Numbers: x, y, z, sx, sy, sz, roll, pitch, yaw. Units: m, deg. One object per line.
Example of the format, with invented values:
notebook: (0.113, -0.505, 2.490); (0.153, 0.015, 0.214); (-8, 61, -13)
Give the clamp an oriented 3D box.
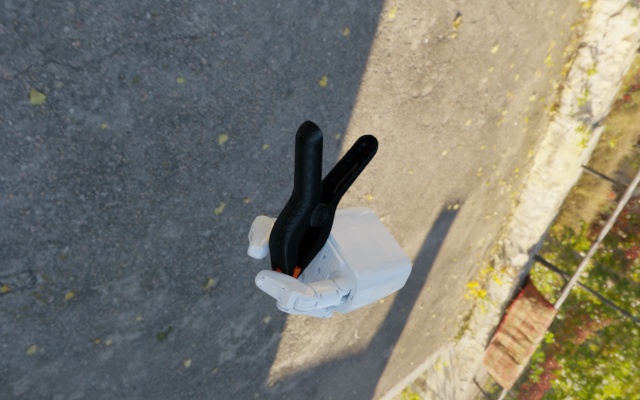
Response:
clamp: (0.000, 0.002, 0.476); (0.120, 0.171, 0.039); (-7, 36, -46)
